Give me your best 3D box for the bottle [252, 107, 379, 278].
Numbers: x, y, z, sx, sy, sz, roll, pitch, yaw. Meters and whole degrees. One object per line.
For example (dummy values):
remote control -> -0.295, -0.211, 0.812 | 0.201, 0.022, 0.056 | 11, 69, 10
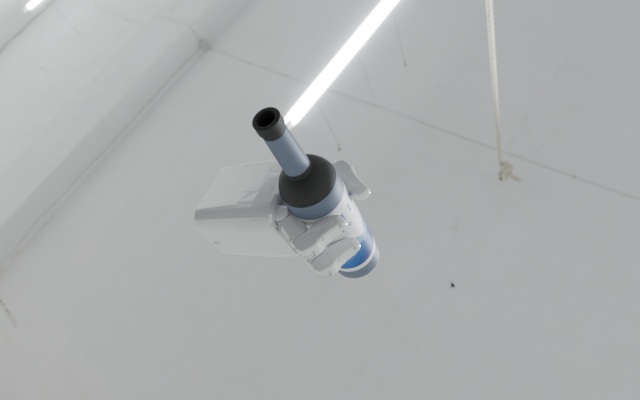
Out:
bottle -> 0.000, 0.002, 0.540 | 0.069, 0.069, 0.296 | 0, -30, 23
